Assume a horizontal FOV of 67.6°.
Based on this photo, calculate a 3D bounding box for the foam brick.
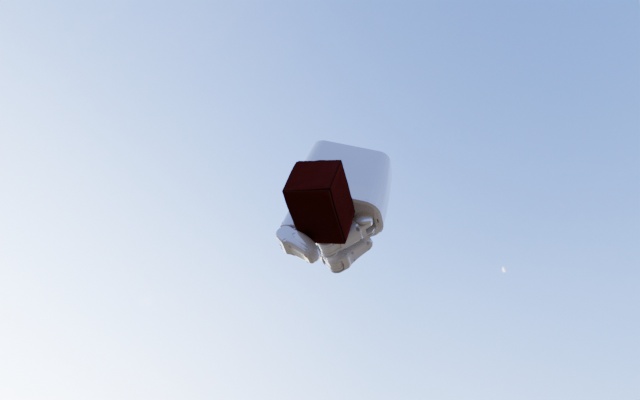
[{"bbox_3d":[0.000,0.002,0.506,0.053,0.078,0.051,0,42,20],"label":"foam brick"}]
